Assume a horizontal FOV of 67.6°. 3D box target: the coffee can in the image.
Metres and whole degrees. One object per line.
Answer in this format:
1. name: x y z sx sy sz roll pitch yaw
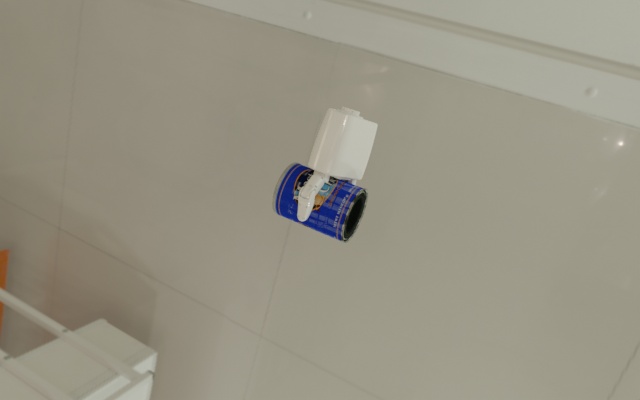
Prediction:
1. coffee can: 0.000 0.003 0.852 0.140 0.103 0.103 22 7 18
